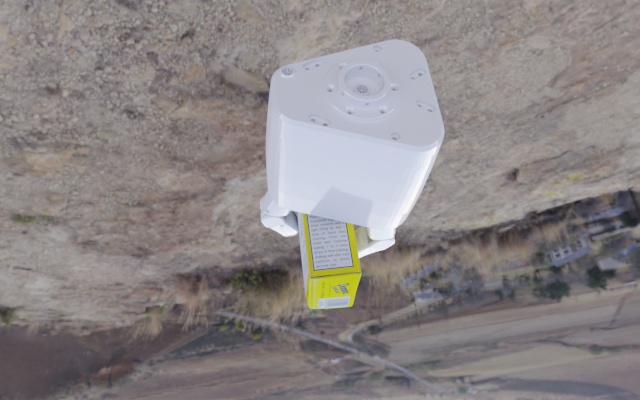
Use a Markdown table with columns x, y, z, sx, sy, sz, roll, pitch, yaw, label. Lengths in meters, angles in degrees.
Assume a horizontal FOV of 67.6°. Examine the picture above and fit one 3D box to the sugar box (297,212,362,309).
| x | y | z | sx | sy | sz | roll | pitch | yaw | label |
| --- | --- | --- | --- | --- | --- | --- | --- | --- | --- |
| 0.001 | 0.001 | 0.436 | 0.048 | 0.176 | 0.093 | -3 | -28 | -4 | sugar box |
